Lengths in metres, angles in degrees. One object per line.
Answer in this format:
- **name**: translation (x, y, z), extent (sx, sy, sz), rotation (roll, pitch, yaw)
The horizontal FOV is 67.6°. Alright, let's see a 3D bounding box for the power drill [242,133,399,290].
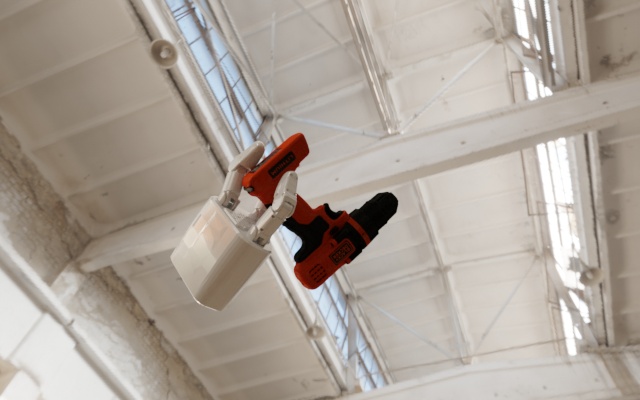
- **power drill**: translation (0.000, 0.002, 0.656), extent (0.184, 0.188, 0.057), rotation (-42, 14, -14)
